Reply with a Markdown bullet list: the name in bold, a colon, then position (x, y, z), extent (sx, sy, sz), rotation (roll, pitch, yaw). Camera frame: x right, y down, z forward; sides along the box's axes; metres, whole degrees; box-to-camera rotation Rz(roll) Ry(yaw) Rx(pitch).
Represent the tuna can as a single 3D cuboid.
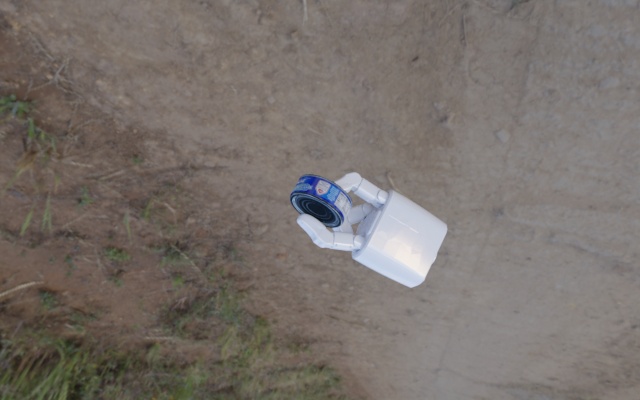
- **tuna can**: position (0.000, 0.003, 0.677), extent (0.086, 0.033, 0.086), rotation (23, -25, 12)
